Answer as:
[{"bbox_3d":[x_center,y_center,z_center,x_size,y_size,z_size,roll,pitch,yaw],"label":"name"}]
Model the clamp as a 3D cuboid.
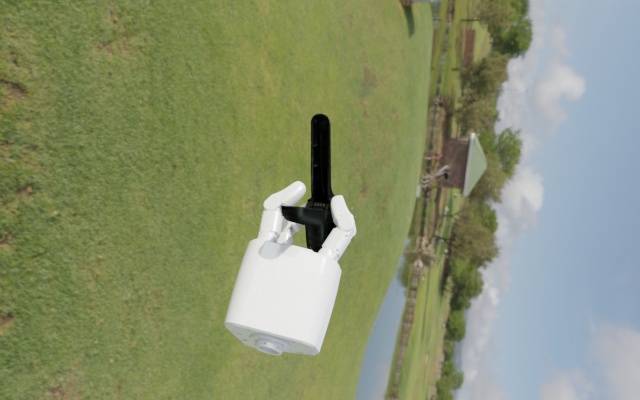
[{"bbox_3d":[0.001,0.003,0.636,0.036,0.164,0.210,5,-32,15],"label":"clamp"}]
